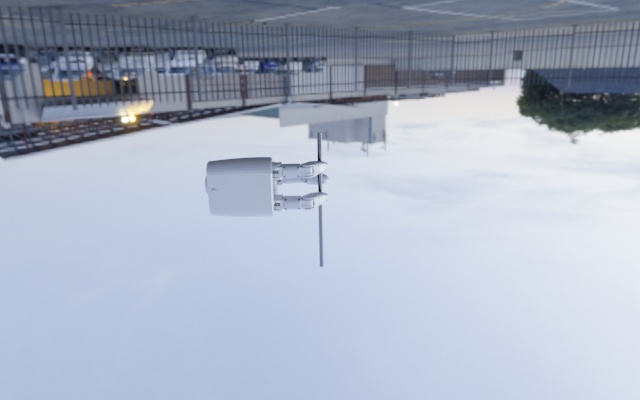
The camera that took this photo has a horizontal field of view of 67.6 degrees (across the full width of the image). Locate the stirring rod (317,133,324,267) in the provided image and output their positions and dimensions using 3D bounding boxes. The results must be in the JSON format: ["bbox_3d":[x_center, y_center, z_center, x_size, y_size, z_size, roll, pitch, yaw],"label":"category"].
[{"bbox_3d":[0.000,0.003,0.832,0.011,0.239,0.011,-1,15,0],"label":"stirring rod"}]
